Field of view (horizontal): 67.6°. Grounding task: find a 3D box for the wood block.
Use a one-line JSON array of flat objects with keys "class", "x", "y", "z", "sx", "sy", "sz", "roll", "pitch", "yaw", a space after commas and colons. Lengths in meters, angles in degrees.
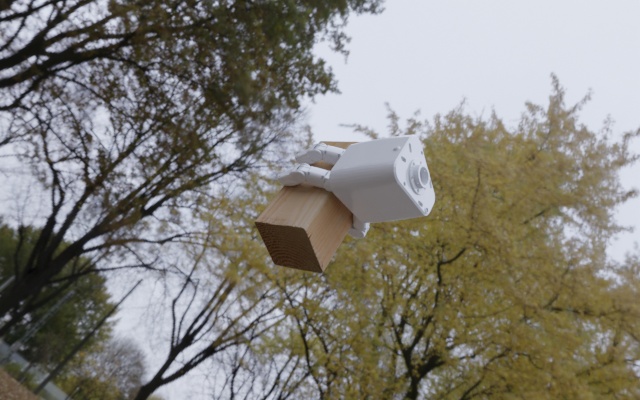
[{"class": "wood block", "x": 0.001, "y": 0.003, "z": 0.739, "sx": 0.090, "sy": 0.091, "sz": 0.206, "roll": 5, "pitch": 42, "yaw": 32}]
